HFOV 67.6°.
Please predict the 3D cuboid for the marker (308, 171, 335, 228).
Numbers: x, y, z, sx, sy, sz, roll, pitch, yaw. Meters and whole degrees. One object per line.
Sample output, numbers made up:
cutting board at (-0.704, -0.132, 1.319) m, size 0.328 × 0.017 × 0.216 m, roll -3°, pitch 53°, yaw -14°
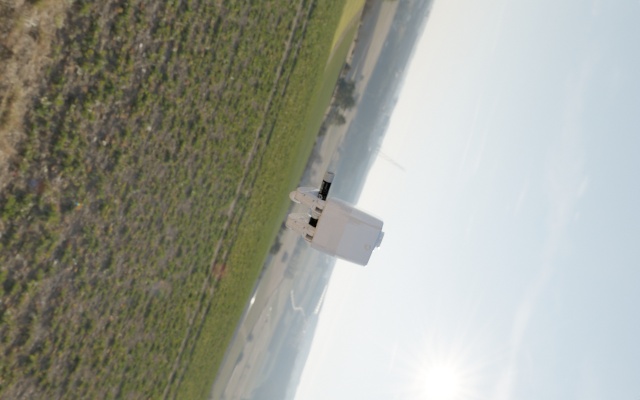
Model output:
marker at (0.000, 0.003, 0.884) m, size 0.020 × 0.121 × 0.020 m, roll 16°, pitch 22°, yaw -7°
